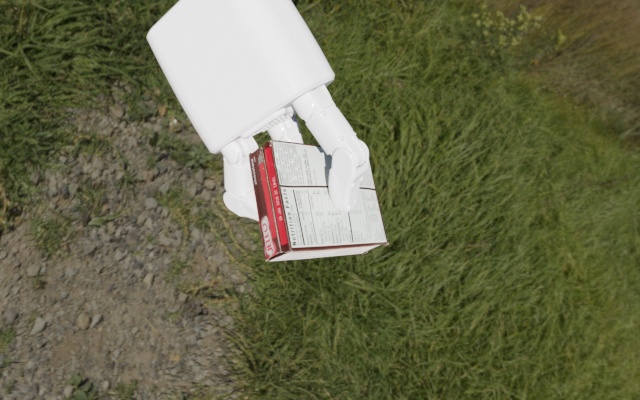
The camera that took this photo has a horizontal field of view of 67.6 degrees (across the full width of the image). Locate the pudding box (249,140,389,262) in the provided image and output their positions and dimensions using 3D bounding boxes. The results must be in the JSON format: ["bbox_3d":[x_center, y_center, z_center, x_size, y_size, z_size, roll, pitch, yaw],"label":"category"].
[{"bbox_3d":[0.000,0.001,0.400,0.113,0.090,0.039,1,-17,-39],"label":"pudding box"}]
